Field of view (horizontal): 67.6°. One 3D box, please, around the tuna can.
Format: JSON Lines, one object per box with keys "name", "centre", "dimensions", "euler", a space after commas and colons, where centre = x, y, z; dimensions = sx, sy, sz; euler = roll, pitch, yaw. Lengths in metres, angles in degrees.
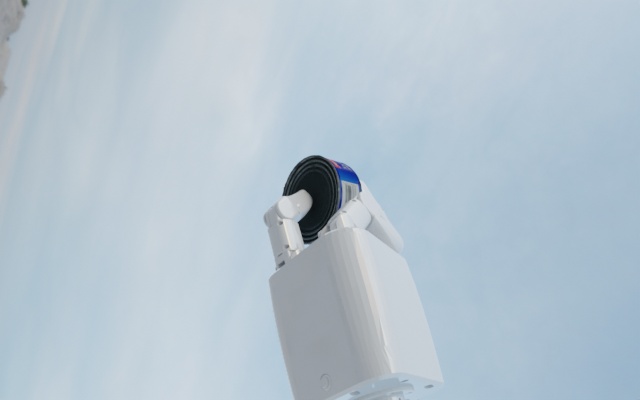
{"name": "tuna can", "centre": [0.000, 0.002, 0.460], "dimensions": [0.034, 0.086, 0.086], "euler": [12, -8, -39]}
